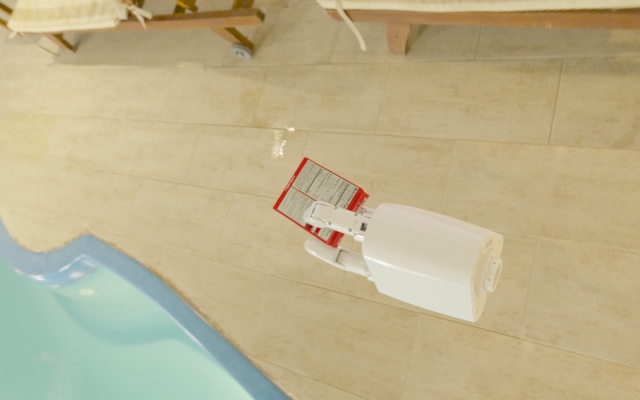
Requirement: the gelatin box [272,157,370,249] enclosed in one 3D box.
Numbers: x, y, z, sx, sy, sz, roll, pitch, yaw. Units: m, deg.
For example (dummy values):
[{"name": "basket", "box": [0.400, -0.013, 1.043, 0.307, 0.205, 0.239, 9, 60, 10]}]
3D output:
[{"name": "gelatin box", "box": [0.000, 0.002, 0.548, 0.089, 0.073, 0.030, 31, -1, 28]}]
